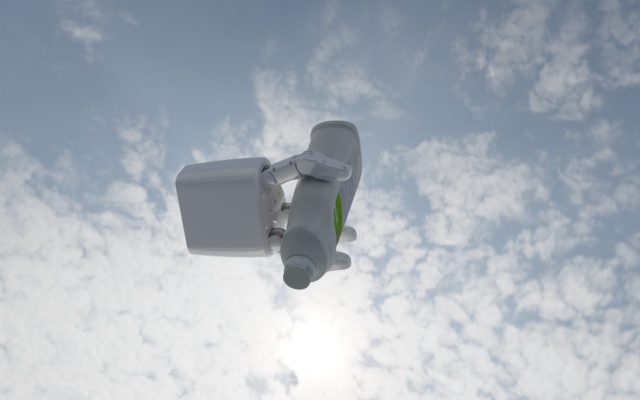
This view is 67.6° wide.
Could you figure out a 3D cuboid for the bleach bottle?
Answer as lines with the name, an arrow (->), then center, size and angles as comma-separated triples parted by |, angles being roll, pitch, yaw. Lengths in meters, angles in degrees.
bleach bottle -> 0.000, 0.002, 0.560 | 0.068, 0.103, 0.250 | -2, 32, 15
